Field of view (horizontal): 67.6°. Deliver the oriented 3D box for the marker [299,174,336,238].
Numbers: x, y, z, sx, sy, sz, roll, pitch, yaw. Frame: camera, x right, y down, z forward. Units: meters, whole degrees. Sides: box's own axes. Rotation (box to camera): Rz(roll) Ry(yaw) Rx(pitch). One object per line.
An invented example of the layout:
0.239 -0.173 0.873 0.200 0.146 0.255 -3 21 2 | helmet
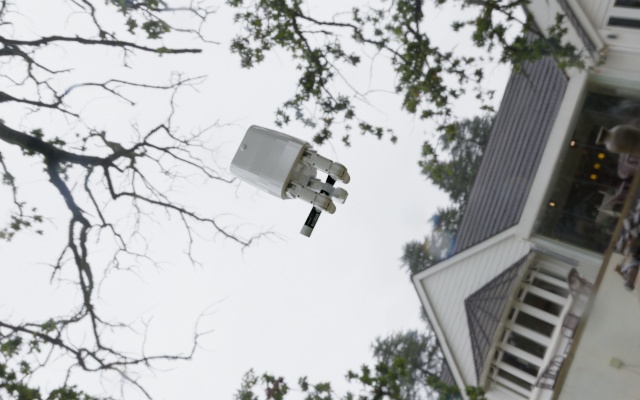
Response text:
0.000 0.003 0.773 0.020 0.121 0.020 25 -7 4 | marker
